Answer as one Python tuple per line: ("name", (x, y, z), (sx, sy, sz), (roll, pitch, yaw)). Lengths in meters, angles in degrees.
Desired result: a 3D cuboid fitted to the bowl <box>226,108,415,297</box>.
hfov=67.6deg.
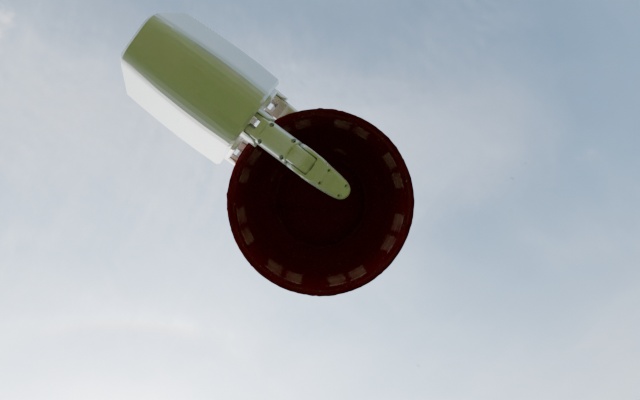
("bowl", (0.001, 0.002, 0.434), (0.162, 0.162, 0.055), (0, 1, 0))
